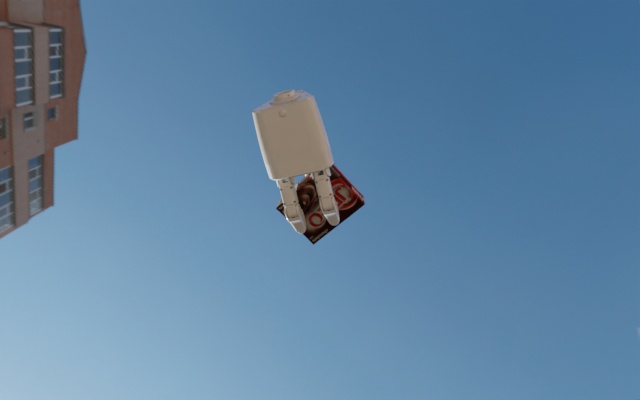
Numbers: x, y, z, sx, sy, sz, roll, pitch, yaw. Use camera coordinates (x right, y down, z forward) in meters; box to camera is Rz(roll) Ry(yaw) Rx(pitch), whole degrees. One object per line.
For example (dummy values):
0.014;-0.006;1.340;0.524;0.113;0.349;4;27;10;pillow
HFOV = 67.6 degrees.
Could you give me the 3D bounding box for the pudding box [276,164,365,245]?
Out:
0.000;0.002;0.761;0.113;0.090;0.039;-39;17;19;pudding box
